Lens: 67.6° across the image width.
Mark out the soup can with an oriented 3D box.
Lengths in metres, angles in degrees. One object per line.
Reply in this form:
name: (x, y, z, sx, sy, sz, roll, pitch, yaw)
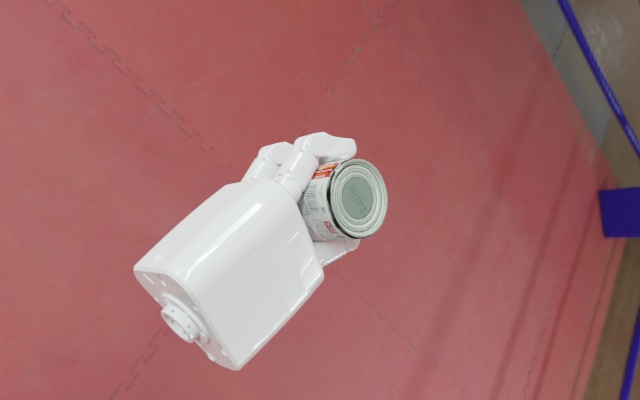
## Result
soup can: (0.001, 0.001, 0.425, 0.068, 0.068, 0.102, 0, -4, -40)
